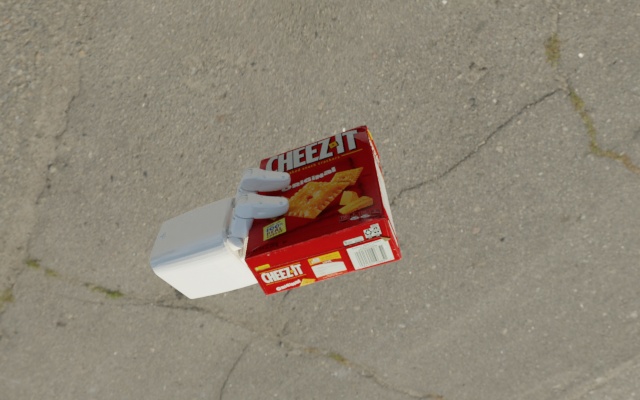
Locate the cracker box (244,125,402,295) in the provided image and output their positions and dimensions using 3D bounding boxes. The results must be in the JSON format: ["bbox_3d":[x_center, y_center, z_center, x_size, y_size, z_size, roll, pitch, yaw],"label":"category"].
[{"bbox_3d":[0.000,0.002,0.601,0.164,0.072,0.213,-17,35,11],"label":"cracker box"}]
